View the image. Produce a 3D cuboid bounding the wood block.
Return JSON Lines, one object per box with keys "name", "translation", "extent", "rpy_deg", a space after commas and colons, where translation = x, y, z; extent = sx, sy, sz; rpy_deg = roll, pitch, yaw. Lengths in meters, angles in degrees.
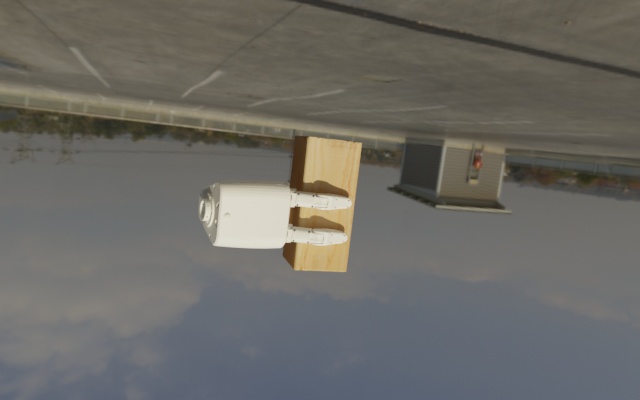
{"name": "wood block", "translation": [0.000, 0.003, 0.777], "extent": [0.090, 0.206, 0.091], "rpy_deg": [4, 8, -18]}
